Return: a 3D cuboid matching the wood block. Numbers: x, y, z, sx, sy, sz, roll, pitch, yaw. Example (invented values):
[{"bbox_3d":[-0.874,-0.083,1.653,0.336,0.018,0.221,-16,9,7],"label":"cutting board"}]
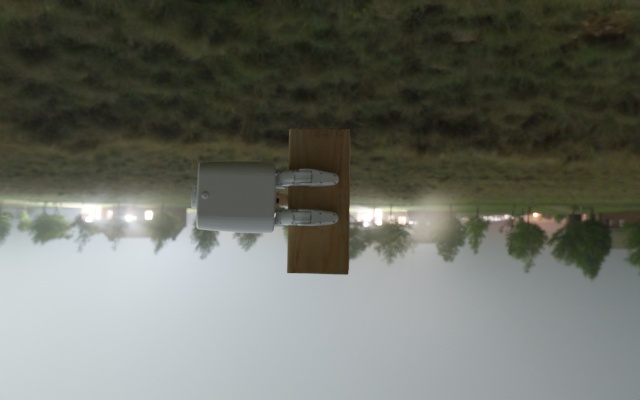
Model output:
[{"bbox_3d":[0.000,0.002,0.716,0.090,0.206,0.091,1,-3,3],"label":"wood block"}]
